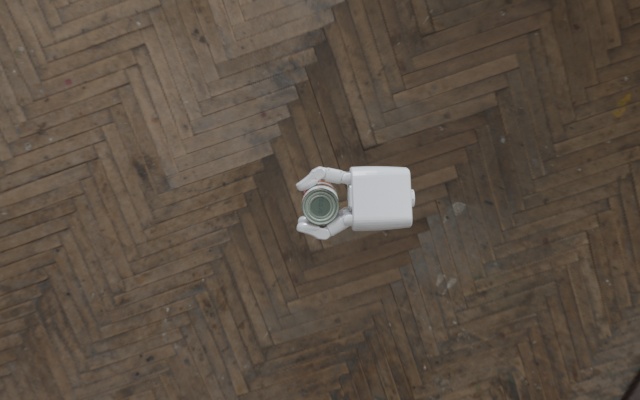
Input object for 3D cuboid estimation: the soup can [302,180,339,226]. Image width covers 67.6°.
[{"bbox_3d":[0.000,0.003,0.878,0.068,0.068,0.102,0,10,0],"label":"soup can"}]
